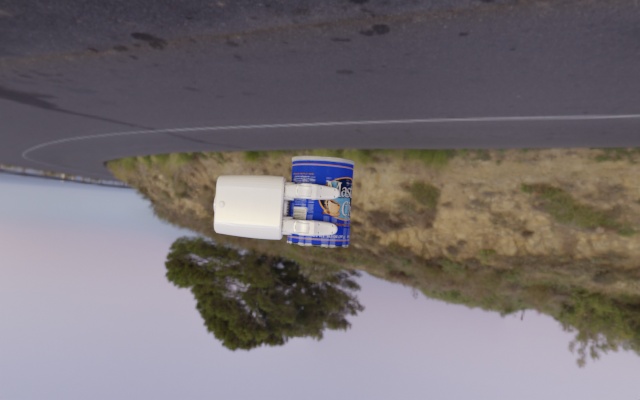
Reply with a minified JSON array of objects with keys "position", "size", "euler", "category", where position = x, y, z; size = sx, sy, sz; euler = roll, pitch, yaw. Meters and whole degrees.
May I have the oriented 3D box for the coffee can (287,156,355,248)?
[{"position":[0.000,0.002,0.781],"size":[0.103,0.140,0.103],"euler":[4,-1,0],"category":"coffee can"}]
